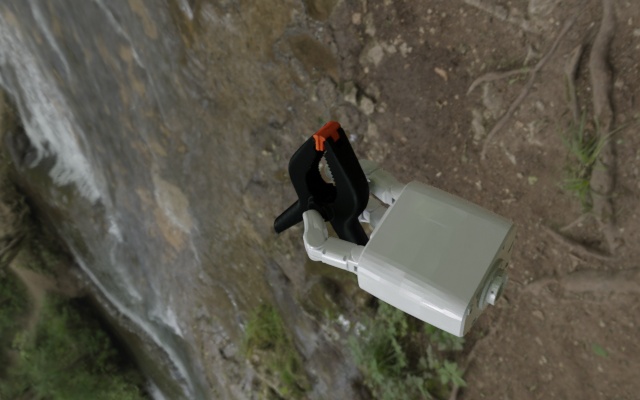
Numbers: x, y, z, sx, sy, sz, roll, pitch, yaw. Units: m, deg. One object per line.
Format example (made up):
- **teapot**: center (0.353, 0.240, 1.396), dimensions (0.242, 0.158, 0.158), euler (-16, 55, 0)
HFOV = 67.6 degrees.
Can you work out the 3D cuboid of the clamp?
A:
- **clamp**: center (0.000, 0.002, 0.524), dimensions (0.164, 0.210, 0.036), euler (22, 51, 29)
